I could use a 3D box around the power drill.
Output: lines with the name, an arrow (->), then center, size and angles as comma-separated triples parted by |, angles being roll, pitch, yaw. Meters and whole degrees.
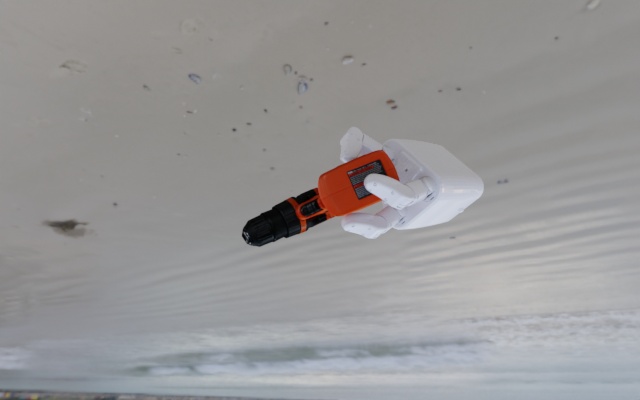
power drill -> 0.001, 0.002, 0.614 | 0.184, 0.057, 0.188 | -25, 0, -26
